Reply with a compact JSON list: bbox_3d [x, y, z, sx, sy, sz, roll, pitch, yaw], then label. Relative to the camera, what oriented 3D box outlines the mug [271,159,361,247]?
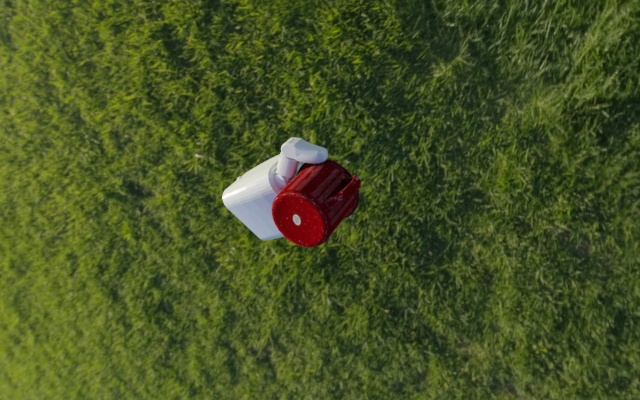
[{"bbox_3d":[0.001,0.002,0.594,0.117,0.093,0.081,-21,18,38],"label":"mug"}]
